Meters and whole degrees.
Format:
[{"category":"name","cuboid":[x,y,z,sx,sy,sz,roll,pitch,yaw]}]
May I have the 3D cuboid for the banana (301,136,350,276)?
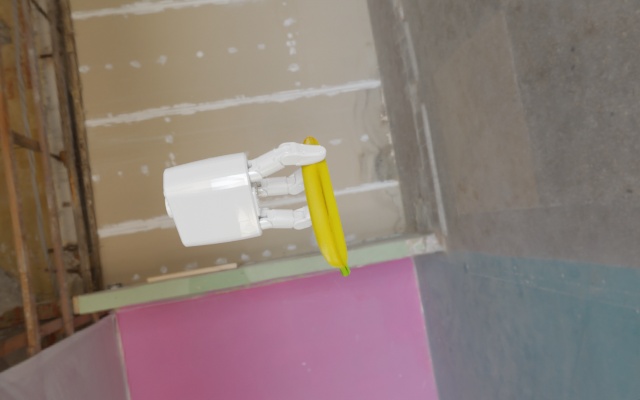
[{"category":"banana","cuboid":[0.001,0.002,0.619,0.037,0.197,0.070,-12,-11,-2]}]
